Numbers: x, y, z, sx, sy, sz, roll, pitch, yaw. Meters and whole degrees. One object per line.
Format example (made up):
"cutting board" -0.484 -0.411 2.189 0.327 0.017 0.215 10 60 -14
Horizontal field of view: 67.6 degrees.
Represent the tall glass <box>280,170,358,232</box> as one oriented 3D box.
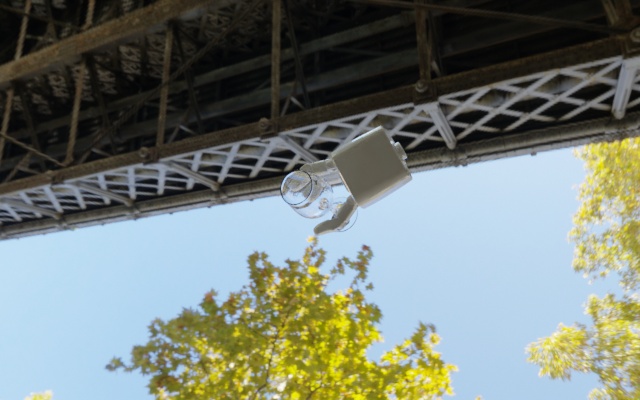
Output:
"tall glass" 0.000 0.003 0.886 0.079 0.079 0.201 0 -15 26
